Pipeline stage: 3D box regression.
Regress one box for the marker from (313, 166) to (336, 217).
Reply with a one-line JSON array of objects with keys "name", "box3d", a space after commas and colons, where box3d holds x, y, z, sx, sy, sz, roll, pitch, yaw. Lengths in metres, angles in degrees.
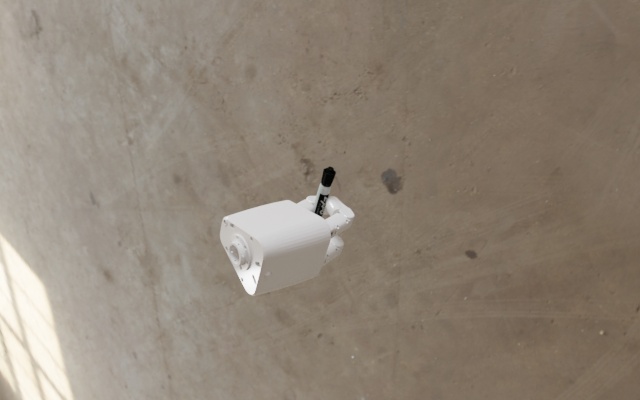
[{"name": "marker", "box3d": [0.000, 0.002, 0.716, 0.020, 0.121, 0.020, 12, 33, -8]}]
